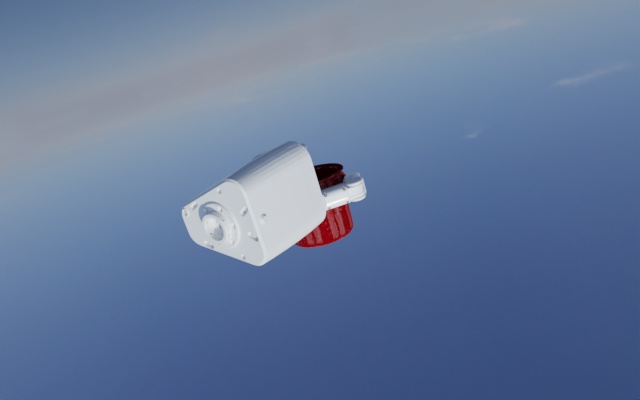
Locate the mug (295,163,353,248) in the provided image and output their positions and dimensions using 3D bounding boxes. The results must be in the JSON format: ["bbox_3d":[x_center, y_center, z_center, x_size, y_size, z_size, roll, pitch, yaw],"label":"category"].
[{"bbox_3d":[0.001,0.002,0.608,0.093,0.081,0.117,-2,21,38],"label":"mug"}]
